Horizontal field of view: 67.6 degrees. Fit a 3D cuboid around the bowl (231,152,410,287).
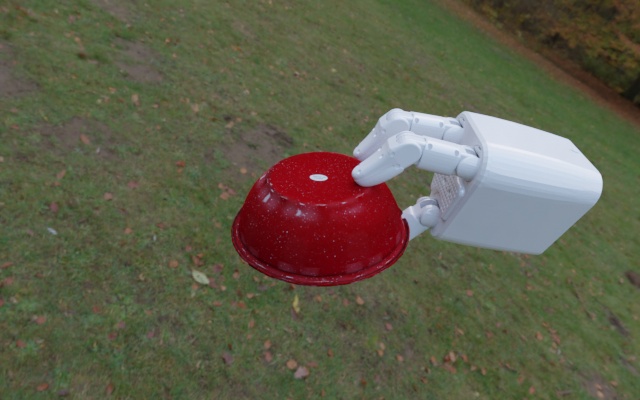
[{"bbox_3d":[-0.001,0.001,0.421,0.162,0.055,0.162,0,33,0],"label":"bowl"}]
